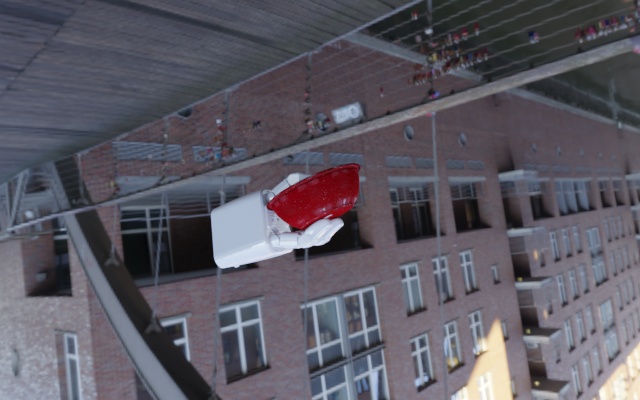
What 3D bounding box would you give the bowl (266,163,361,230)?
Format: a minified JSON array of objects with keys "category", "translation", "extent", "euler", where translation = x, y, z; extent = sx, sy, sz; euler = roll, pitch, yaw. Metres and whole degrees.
[{"category":"bowl","translation":[0.001,0.002,0.747],"extent":[0.162,0.055,0.162],"euler":[-24,-10,-5]}]
